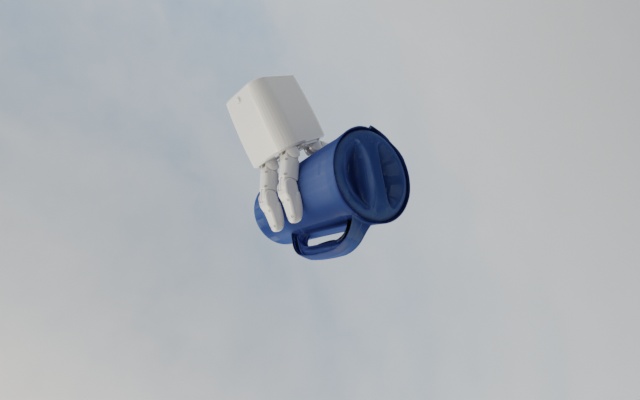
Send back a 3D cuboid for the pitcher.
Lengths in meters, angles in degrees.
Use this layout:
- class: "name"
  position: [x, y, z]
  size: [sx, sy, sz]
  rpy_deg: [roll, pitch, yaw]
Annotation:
- class: "pitcher"
  position: [0.000, 0.002, 0.702]
  size: [0.149, 0.145, 0.243]
  rpy_deg: [-26, 2, -39]
